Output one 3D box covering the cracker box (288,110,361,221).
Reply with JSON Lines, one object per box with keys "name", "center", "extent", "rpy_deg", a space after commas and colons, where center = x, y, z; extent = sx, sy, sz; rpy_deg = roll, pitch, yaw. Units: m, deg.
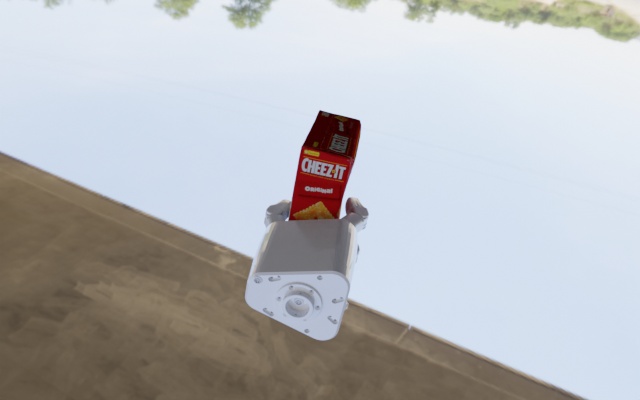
{"name": "cracker box", "center": [0.000, 0.002, 0.668], "extent": [0.072, 0.214, 0.164], "rpy_deg": [13, 27, 1]}
